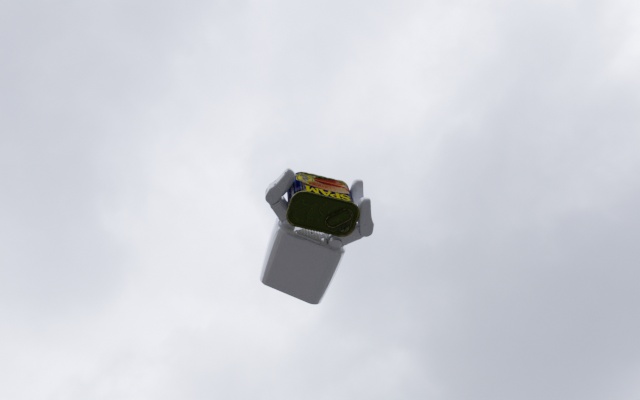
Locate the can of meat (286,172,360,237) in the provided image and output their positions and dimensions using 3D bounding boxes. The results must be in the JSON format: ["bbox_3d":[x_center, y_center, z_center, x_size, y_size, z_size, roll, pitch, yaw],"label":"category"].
[{"bbox_3d":[0.000,0.002,0.707,0.102,0.057,0.084,13,24,-12],"label":"can of meat"}]
